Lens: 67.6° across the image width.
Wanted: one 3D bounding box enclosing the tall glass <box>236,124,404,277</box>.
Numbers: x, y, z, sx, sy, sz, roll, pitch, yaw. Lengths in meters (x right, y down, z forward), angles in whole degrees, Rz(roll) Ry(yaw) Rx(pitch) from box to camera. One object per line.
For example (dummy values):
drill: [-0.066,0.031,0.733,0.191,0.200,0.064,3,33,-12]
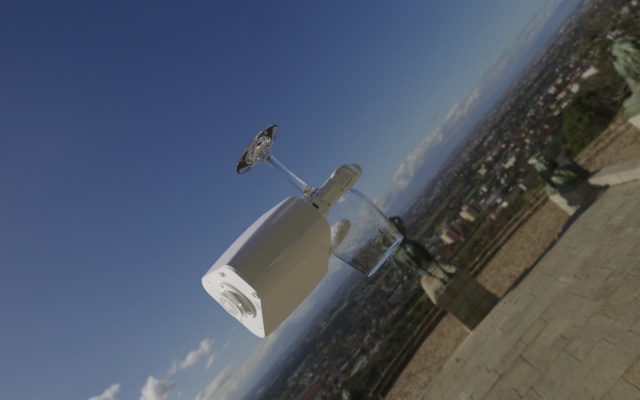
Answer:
tall glass: [0.000,0.001,0.559,0.201,0.079,0.079,39,6,7]
